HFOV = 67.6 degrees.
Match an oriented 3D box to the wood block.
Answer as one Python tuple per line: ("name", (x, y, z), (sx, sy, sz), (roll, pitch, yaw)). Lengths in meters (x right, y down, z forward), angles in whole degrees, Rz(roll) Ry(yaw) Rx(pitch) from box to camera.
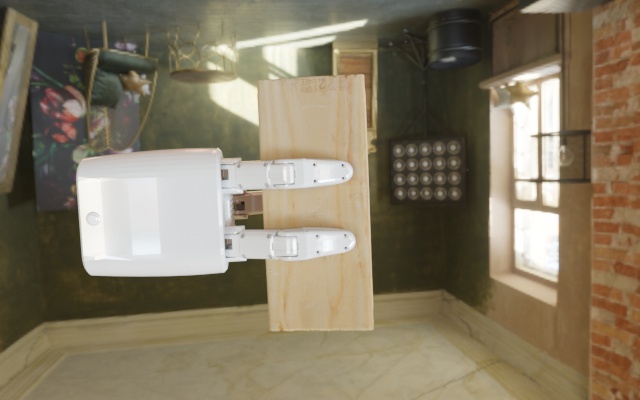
("wood block", (0.000, 0.002, 0.429), (0.090, 0.206, 0.091), (-2, 4, 5))
